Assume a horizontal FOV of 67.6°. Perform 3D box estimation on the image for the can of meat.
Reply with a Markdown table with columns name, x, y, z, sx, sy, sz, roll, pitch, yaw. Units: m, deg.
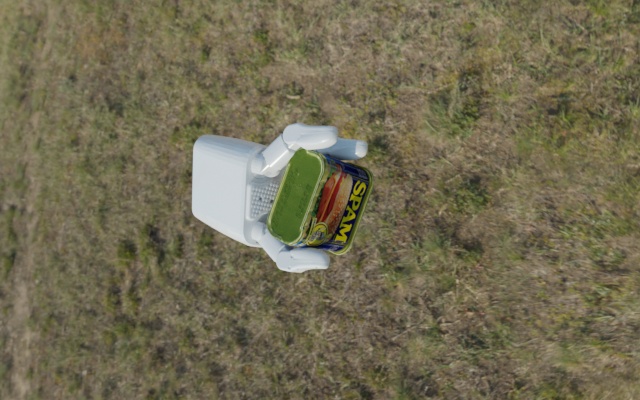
| name | x | y | z | sx | sy | sz | roll | pitch | yaw |
| --- | --- | --- | --- | --- | --- | --- | --- | --- | --- |
| can of meat | 0.000 | 0.002 | 0.501 | 0.057 | 0.102 | 0.084 | 24 | 6 | 40 |
